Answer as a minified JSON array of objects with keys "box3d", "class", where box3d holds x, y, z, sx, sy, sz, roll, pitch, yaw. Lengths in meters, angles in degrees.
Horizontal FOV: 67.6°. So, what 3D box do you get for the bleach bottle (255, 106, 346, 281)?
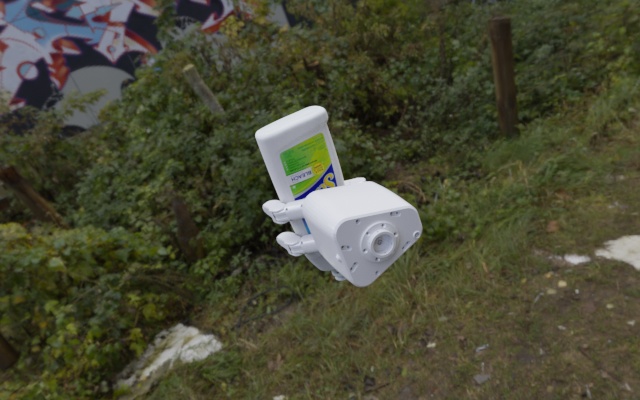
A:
[{"box3d":[0.000,0.002,0.677,0.102,0.251,0.068,-26,23,-9],"class":"bleach bottle"}]
